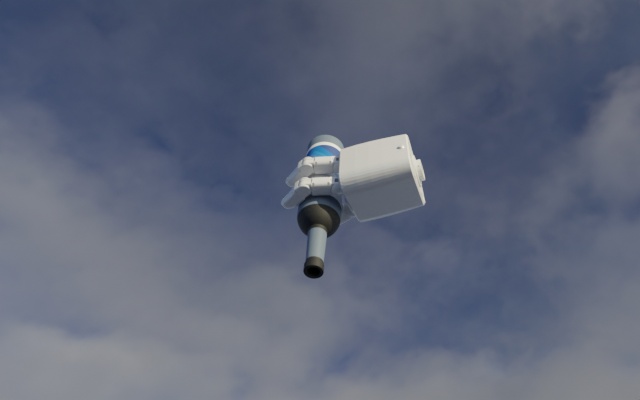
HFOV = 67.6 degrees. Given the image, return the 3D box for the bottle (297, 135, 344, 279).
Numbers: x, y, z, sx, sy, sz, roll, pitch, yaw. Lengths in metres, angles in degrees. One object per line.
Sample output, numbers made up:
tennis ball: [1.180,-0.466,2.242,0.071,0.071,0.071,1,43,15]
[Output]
bottle: [0.000,0.002,0.747,0.069,0.069,0.295,0,39,5]
